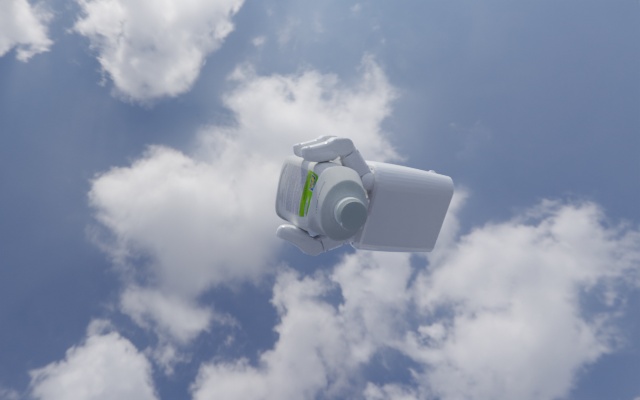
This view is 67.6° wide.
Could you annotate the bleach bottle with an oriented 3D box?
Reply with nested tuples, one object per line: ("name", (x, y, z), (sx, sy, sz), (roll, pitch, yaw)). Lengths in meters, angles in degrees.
("bleach bottle", (0.000, 0.002, 0.578), (0.068, 0.102, 0.250), (7, 8, -15))
